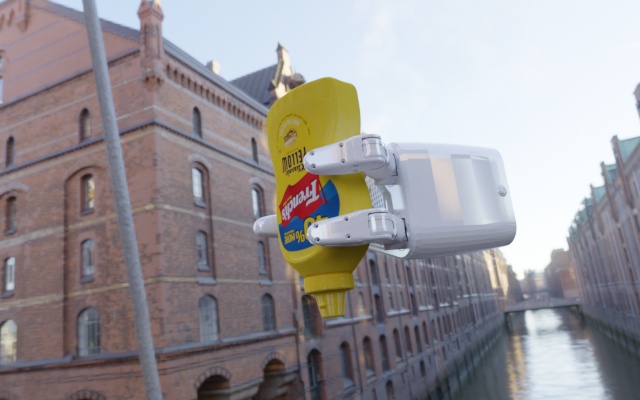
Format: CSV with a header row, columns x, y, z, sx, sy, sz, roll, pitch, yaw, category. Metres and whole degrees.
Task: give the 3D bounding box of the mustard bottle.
x,y,z,sx,sy,sz,roll,pitch,yaw,category
0.000,0.001,0.405,0.058,0.191,0.096,6,-18,-43,mustard bottle
